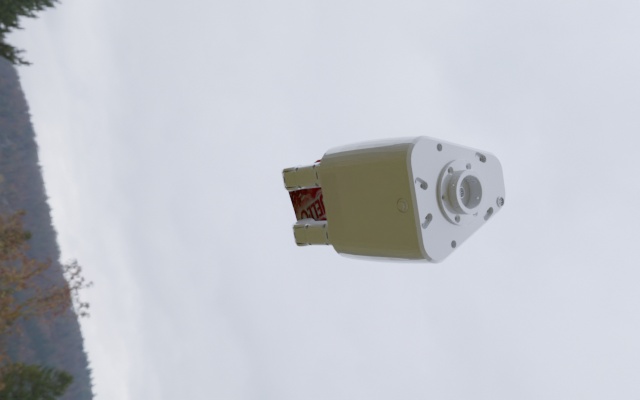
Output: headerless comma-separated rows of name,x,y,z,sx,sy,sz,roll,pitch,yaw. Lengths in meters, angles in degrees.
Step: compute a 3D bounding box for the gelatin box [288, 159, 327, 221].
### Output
gelatin box,0.000,0.002,0.505,0.030,0.073,0.089,-14,-7,-29
